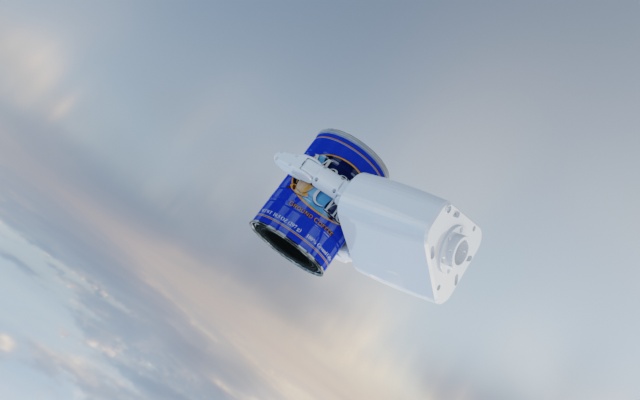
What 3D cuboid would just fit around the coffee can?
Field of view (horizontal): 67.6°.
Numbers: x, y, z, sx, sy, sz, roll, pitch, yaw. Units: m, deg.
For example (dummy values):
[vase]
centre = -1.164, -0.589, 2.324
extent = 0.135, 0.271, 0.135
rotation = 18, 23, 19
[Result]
[coffee can]
centre = 0.000, 0.002, 0.558
extent = 0.103, 0.140, 0.103
rotation = 33, -17, 12
